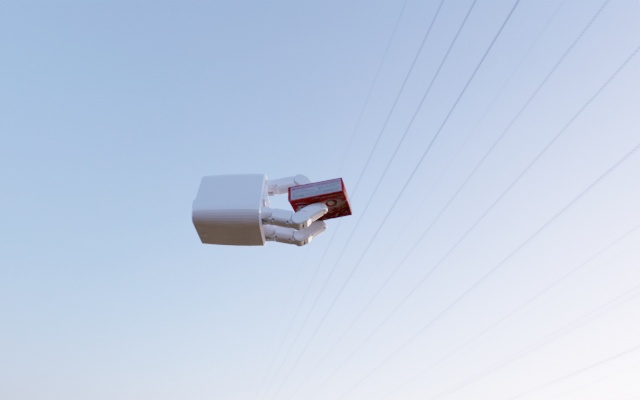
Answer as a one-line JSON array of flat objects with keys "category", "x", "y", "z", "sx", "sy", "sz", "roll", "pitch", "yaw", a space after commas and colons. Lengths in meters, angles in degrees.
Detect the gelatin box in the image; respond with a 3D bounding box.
[{"category": "gelatin box", "x": 0.000, "y": 0.002, "z": 0.757, "sx": 0.089, "sy": 0.030, "sz": 0.073, "roll": -11, "pitch": -35, "yaw": 9}]
